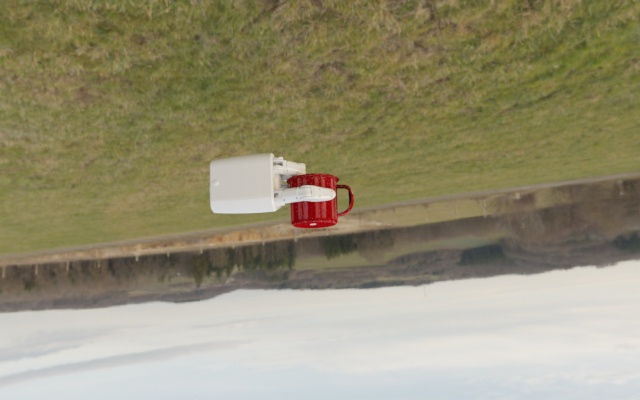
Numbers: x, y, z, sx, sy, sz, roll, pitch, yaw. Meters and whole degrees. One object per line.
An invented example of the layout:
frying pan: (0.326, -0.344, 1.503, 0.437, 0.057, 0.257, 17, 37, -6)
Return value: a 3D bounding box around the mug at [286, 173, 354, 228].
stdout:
mug: (0.002, 0.003, 0.831, 0.117, 0.081, 0.093, -4, -11, 6)
